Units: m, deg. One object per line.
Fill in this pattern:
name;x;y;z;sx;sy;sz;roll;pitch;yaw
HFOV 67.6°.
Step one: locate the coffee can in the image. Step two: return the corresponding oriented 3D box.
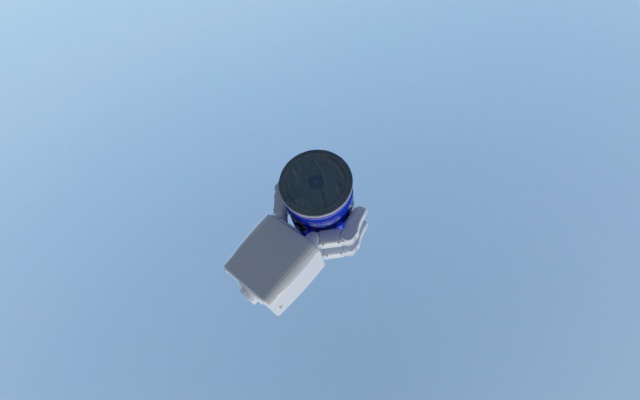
coffee can;0.000;0.002;0.715;0.103;0.102;0.140;0;-24;6
